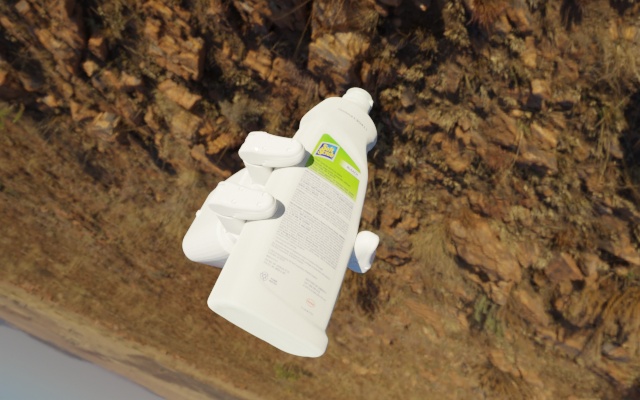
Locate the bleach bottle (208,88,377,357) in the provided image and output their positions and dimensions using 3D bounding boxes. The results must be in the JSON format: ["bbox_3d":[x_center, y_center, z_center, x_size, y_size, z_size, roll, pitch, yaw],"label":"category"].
[{"bbox_3d":[0.000,0.001,0.432,0.102,0.250,0.068,37,-30,-22],"label":"bleach bottle"}]
